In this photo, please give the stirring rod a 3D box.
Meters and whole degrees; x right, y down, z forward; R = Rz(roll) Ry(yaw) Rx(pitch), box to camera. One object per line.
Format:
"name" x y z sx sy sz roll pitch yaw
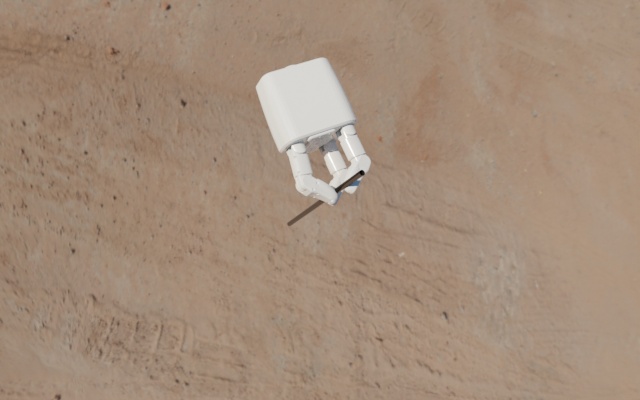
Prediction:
"stirring rod" 0.000 0.002 0.702 0.011 0.011 0.239 0 -18 -27
